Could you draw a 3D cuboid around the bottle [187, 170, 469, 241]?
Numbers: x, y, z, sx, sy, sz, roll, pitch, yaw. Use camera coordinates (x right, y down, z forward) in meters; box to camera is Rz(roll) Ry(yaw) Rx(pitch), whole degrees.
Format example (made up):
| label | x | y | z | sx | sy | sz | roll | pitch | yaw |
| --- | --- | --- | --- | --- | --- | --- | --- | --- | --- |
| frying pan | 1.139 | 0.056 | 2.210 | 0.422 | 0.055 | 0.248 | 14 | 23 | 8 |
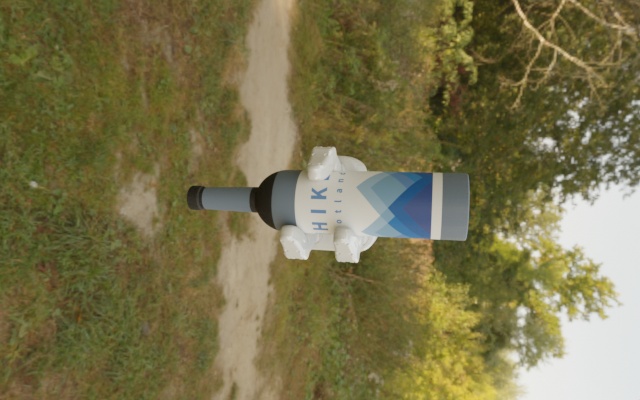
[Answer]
| label | x | y | z | sx | sy | sz | roll | pitch | yaw |
| --- | --- | --- | --- | --- | --- | --- | --- | --- | --- |
| bottle | 0.000 | 0.002 | 0.502 | 0.296 | 0.069 | 0.069 | 2 | 0 | 13 |
